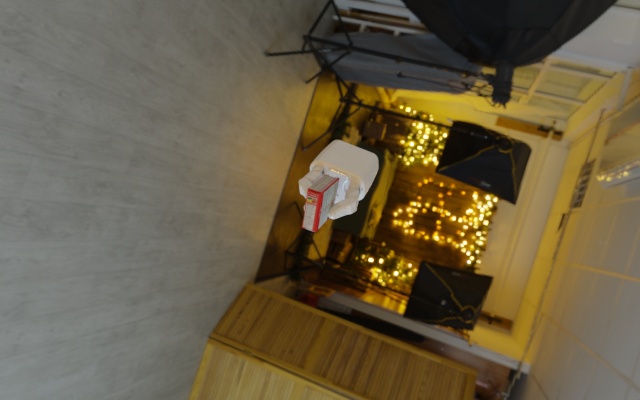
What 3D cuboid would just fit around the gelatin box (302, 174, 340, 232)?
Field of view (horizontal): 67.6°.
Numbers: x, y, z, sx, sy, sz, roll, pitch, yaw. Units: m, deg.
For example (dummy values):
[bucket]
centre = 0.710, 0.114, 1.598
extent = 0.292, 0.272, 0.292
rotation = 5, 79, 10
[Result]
[gelatin box]
centre = 0.000, 0.003, 0.821
extent = 0.030, 0.073, 0.089
rotation = 17, 25, 15
